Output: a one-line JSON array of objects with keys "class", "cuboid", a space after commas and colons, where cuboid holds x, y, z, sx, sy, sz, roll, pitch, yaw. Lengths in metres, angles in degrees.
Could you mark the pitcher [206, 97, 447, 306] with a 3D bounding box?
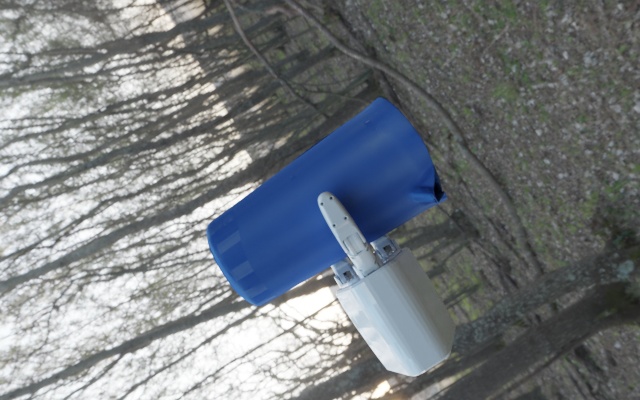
[{"class": "pitcher", "cuboid": [0.000, 0.002, 0.530, 0.243, 0.145, 0.149, -33, -6, 0]}]
